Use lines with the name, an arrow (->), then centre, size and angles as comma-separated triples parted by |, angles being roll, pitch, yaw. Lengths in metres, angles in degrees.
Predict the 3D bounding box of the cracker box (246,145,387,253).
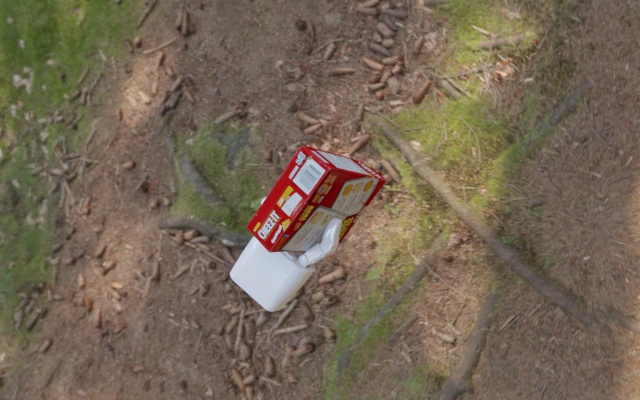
cracker box -> 0.000, 0.003, 0.798 | 0.072, 0.164, 0.214 | 43, 18, 24
